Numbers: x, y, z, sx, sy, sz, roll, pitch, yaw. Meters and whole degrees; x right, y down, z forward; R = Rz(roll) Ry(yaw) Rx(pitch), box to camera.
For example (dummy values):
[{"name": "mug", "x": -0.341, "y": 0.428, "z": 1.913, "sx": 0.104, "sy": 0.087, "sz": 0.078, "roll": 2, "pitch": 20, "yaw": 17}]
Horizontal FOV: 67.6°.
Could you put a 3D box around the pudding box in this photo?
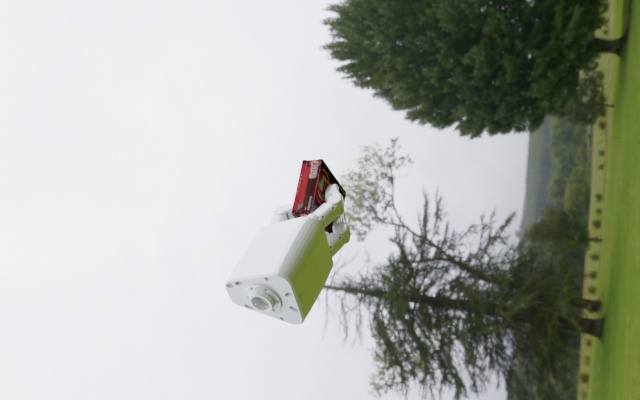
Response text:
[{"name": "pudding box", "x": 0.000, "y": 0.002, "z": 0.726, "sx": 0.039, "sy": 0.090, "sz": 0.113, "roll": 2, "pitch": -24, "yaw": 22}]
